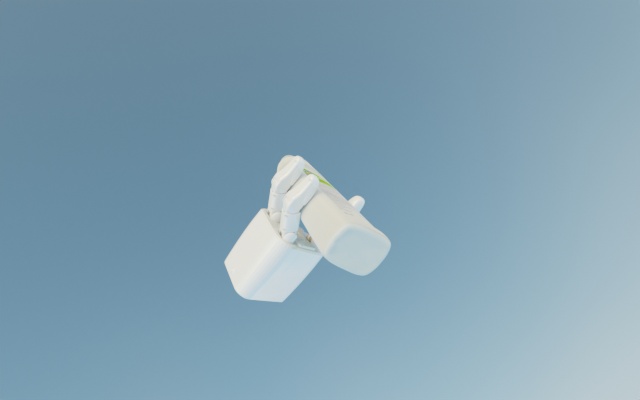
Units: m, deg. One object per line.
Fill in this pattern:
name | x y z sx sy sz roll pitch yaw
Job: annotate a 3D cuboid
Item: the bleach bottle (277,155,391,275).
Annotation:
bleach bottle | 0.000 0.002 0.712 0.102 0.068 0.250 29 15 -37
